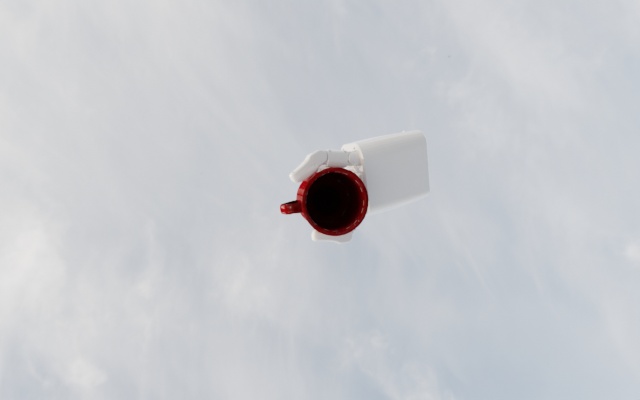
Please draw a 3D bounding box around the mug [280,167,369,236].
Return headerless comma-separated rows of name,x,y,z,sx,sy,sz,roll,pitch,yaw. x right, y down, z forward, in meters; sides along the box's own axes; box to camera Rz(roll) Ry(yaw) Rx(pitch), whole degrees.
mug,-0.001,0.003,0.675,0.117,0.093,0.081,-14,6,-12
